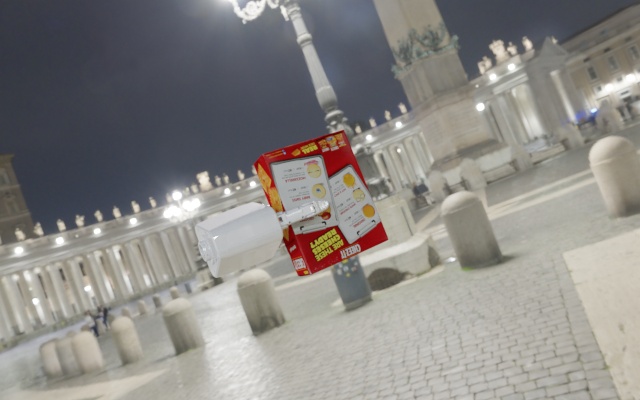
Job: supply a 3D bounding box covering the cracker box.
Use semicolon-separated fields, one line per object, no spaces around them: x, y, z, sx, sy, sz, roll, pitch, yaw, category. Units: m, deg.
0.000;0.003;0.835;0.164;0.213;0.072;-21;-3;-25;cracker box
